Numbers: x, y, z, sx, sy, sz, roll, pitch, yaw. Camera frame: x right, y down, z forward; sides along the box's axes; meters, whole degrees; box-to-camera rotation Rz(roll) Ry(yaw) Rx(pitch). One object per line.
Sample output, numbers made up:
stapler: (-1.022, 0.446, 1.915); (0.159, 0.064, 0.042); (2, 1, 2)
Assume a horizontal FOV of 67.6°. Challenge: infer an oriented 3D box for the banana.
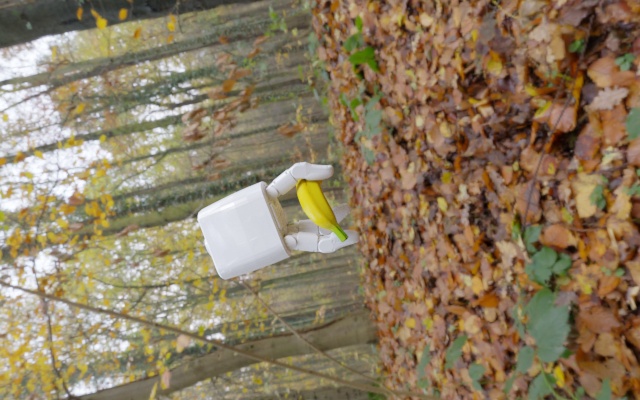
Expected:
banana: (-0.009, -0.009, 0.713); (0.037, 0.070, 0.197); (-32, 30, 8)
